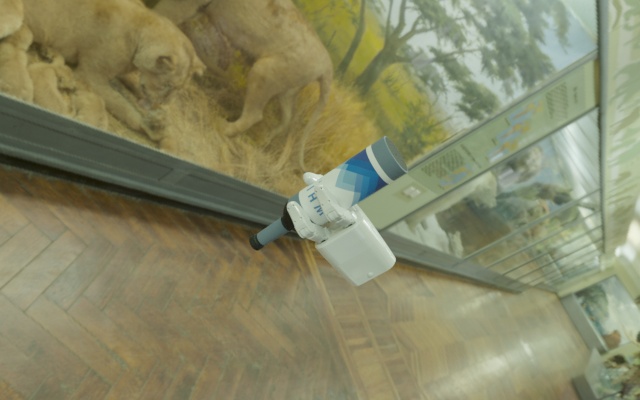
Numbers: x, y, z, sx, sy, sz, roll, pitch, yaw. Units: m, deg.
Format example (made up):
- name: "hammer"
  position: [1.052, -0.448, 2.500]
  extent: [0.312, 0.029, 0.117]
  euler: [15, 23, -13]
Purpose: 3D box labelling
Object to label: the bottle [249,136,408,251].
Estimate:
- name: "bottle"
  position: [0.000, 0.002, 0.783]
  extent: [0.296, 0.069, 0.069]
  euler: [-32, -13, 21]
